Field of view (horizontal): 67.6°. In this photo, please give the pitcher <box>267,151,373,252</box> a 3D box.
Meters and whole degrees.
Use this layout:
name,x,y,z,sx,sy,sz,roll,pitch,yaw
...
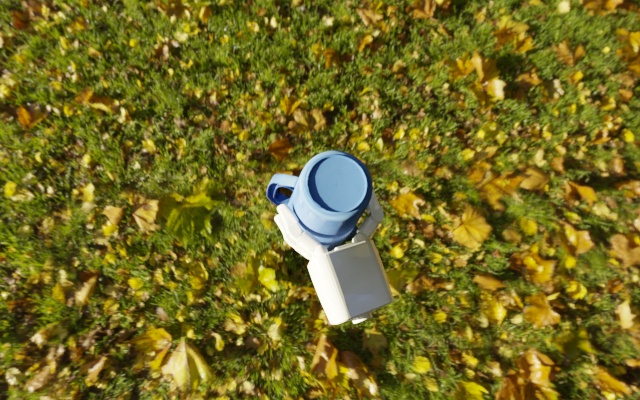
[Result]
name,x,y,z,sx,sy,sz,roll,pitch,yaw
pitcher,0.000,0.003,0.795,0.149,0.145,0.243,-18,-12,-11
